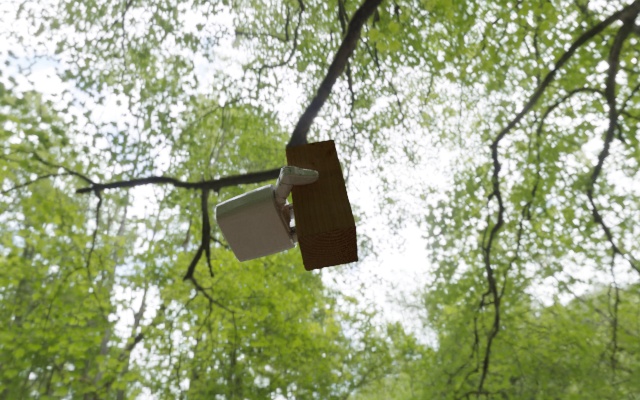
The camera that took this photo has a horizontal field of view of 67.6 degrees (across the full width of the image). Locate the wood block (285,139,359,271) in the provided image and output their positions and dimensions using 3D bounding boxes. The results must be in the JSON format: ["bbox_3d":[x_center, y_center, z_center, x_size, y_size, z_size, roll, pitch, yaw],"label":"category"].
[{"bbox_3d":[0.000,0.002,0.799,0.090,0.206,0.091,-10,-43,-1],"label":"wood block"}]
